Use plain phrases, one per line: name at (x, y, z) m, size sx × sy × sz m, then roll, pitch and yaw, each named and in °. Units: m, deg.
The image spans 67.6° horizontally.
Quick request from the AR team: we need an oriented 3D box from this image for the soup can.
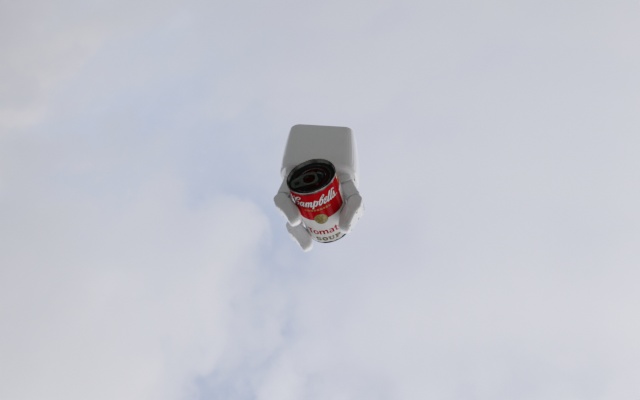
soup can at (0.000, 0.003, 0.663) m, size 0.068 × 0.068 × 0.102 m, roll 0°, pitch -44°, yaw 21°
